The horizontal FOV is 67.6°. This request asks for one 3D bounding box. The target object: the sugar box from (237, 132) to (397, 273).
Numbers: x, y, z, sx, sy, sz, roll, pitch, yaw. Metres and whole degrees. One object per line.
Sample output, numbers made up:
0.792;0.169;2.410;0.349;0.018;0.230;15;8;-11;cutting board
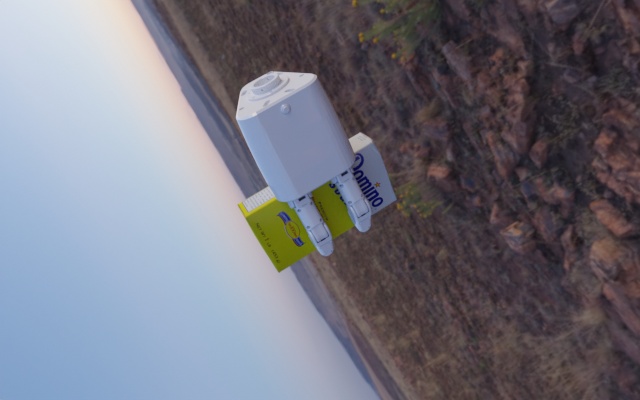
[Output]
0.000;0.002;0.580;0.176;0.093;0.048;-31;32;-6;sugar box
